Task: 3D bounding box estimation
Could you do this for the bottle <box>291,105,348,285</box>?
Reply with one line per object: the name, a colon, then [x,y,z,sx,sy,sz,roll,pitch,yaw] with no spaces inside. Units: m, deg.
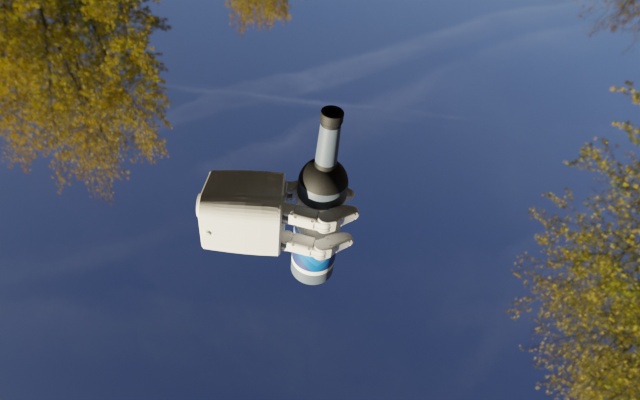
bottle: [0.000,0.002,0.651,0.069,0.296,0.069,4,45,-4]
